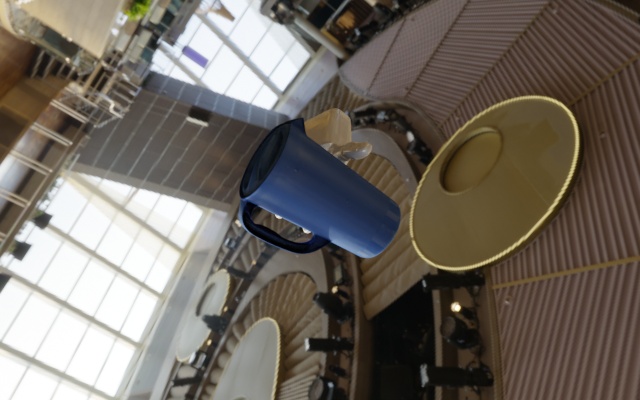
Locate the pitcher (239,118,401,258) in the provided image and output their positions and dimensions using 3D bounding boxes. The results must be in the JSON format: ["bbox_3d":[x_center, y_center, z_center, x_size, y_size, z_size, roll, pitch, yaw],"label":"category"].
[{"bbox_3d":[0.000,0.002,0.746,0.243,0.145,0.149,32,-51,-23],"label":"pitcher"}]
